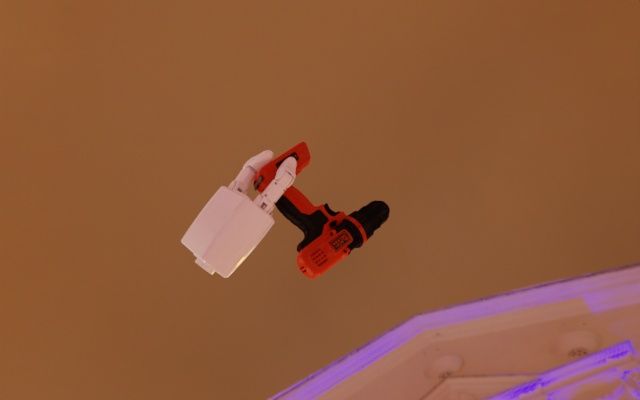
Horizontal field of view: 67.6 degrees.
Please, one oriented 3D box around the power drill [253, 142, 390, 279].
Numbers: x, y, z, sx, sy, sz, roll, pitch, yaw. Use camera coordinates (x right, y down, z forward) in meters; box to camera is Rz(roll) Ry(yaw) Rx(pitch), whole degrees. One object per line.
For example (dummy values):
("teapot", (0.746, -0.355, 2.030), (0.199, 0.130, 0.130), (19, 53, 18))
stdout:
("power drill", (0.000, 0.002, 0.750), (0.184, 0.187, 0.057), (-35, -7, -29))
